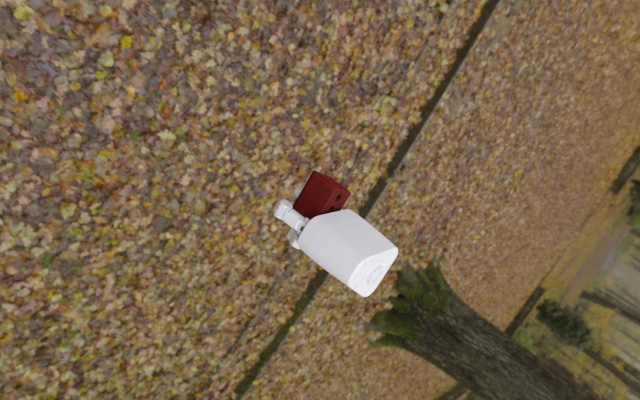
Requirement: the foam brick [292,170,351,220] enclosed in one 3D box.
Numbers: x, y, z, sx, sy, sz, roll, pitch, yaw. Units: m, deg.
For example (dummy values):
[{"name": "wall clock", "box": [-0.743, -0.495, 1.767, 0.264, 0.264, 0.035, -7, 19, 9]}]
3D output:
[{"name": "foam brick", "box": [0.000, 0.002, 0.746, 0.051, 0.078, 0.053, 38, 13, 32]}]
